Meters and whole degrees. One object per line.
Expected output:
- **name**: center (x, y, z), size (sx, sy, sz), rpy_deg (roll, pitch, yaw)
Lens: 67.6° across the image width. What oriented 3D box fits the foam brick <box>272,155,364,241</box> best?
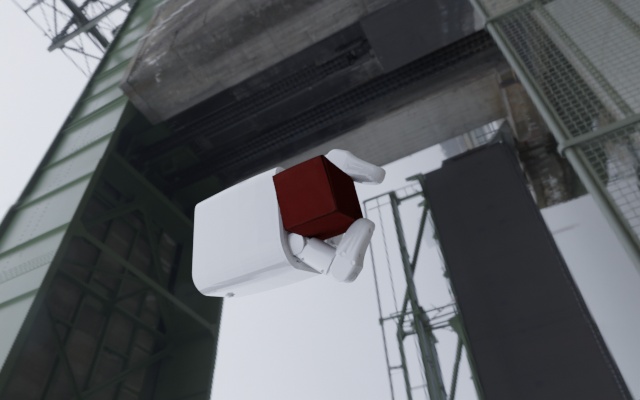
- **foam brick**: center (0.000, 0.001, 0.428), size (0.051, 0.053, 0.078), rpy_deg (-20, -20, 18)
